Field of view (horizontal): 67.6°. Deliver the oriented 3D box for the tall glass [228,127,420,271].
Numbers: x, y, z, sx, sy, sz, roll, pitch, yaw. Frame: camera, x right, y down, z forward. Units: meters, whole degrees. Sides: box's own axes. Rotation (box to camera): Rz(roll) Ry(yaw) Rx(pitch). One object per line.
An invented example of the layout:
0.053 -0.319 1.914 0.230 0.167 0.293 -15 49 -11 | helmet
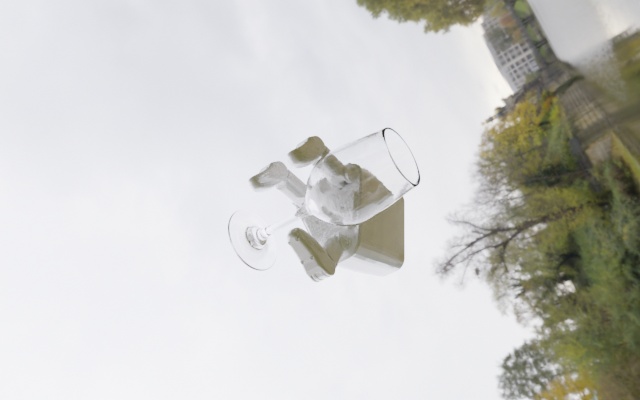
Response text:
-0.001 0.002 0.489 0.201 0.079 0.079 -29 -15 29 | tall glass
